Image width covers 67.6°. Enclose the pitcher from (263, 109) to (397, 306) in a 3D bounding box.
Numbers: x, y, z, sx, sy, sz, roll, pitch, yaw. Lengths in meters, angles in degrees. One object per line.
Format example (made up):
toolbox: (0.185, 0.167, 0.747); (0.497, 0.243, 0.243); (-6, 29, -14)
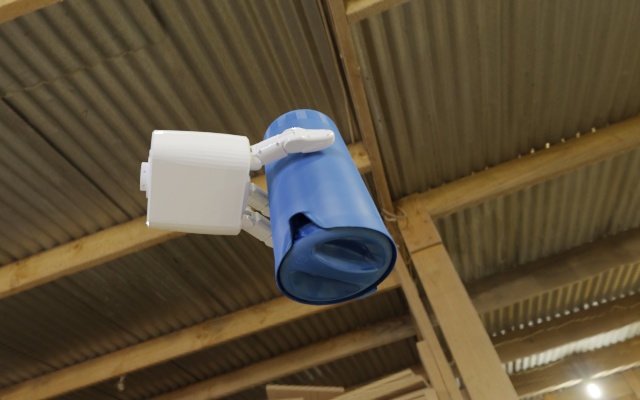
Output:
pitcher: (0.000, 0.002, 0.596); (0.145, 0.149, 0.242); (3, 42, -18)
